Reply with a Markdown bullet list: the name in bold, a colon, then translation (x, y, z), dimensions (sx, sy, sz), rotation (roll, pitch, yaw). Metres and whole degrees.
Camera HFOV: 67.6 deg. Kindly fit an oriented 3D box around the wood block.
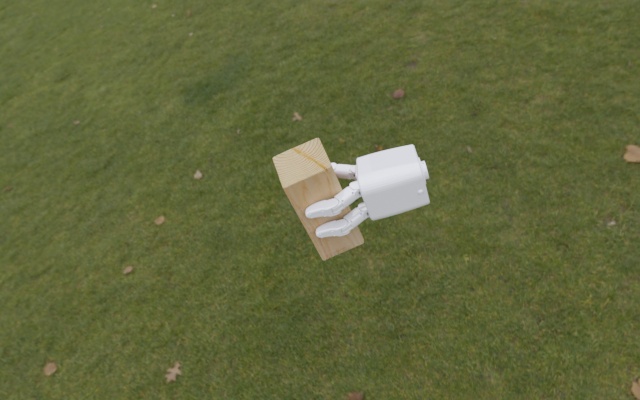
- **wood block**: translation (0.000, 0.002, 0.865), dimensions (0.090, 0.206, 0.090), rotation (-24, 43, 2)
